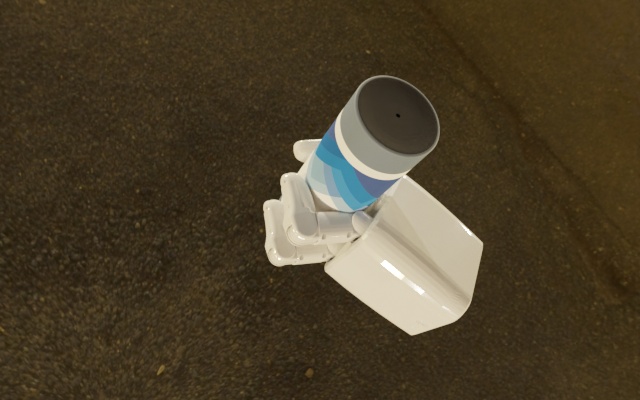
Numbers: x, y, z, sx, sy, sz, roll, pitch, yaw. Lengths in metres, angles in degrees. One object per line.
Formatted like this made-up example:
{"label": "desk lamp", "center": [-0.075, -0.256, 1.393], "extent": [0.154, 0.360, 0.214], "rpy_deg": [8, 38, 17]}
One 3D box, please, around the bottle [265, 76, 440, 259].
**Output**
{"label": "bottle", "center": [0.000, 0.001, 0.449], "extent": [0.069, 0.069, 0.296], "rpy_deg": [0, -24, -23]}
